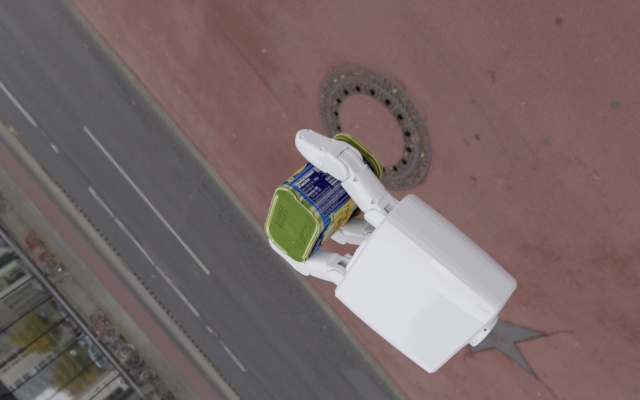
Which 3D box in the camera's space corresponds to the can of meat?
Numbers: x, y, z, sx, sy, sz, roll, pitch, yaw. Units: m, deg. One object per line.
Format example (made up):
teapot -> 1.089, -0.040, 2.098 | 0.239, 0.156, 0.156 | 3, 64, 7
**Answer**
can of meat -> 0.000, 0.002, 0.434 | 0.084, 0.057, 0.102 | -42, -13, -31
